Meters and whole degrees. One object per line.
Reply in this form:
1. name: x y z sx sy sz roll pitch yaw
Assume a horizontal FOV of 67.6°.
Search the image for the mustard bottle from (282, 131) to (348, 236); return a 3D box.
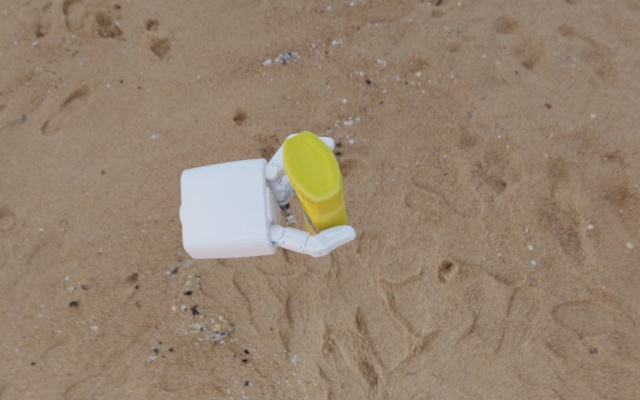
1. mustard bottle: 0.000 0.002 0.611 0.058 0.096 0.192 -26 -27 -6
